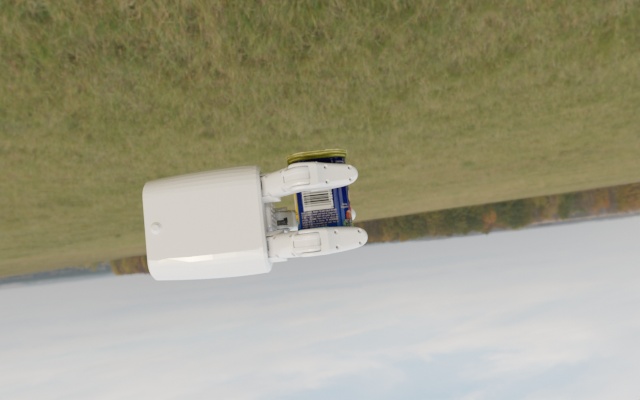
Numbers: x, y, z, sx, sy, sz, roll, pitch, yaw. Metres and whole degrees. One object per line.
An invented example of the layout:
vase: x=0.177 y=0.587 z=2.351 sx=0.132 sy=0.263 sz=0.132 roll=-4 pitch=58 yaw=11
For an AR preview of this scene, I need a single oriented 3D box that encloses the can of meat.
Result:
can of meat: x=0.000 y=0.002 z=0.467 sx=0.057 sy=0.084 sz=0.102 roll=-6 pitch=-6 yaw=-2
